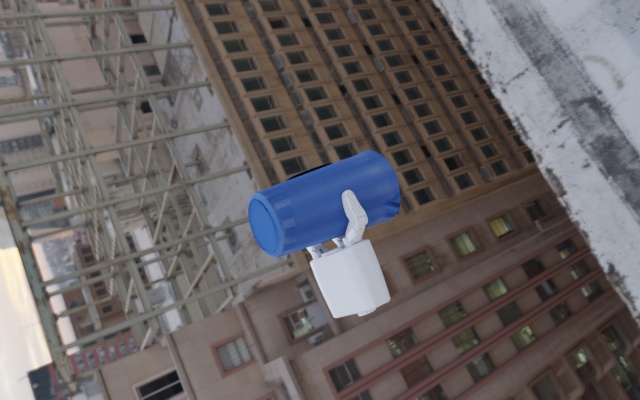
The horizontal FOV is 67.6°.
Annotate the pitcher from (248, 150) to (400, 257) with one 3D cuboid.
[{"bbox_3d":[0.000,0.003,0.812,0.243,0.145,0.149,-19,-6,-31],"label":"pitcher"}]
